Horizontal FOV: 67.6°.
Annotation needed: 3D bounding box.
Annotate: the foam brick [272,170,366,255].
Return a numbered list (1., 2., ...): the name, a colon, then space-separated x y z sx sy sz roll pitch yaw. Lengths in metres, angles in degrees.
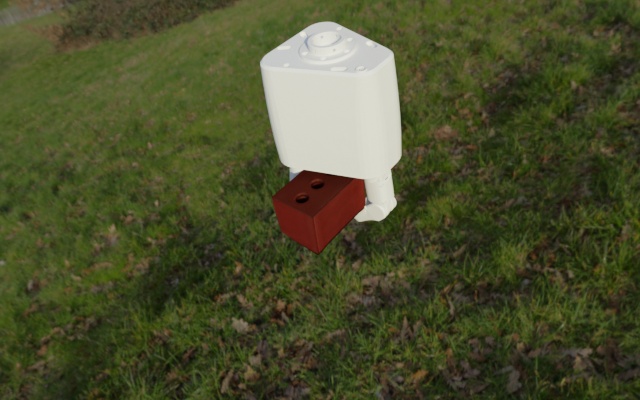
1. foam brick: 0.000 0.002 0.464 0.053 0.051 0.078 26 55 31
